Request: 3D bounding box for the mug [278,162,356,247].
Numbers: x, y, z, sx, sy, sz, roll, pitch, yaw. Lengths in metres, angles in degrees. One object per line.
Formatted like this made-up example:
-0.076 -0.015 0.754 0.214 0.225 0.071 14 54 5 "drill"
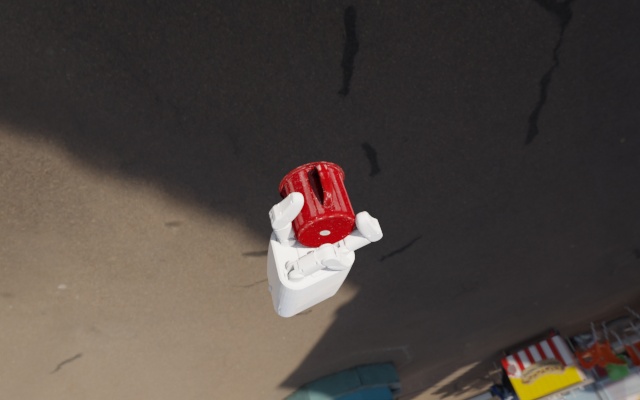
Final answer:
0.000 0.001 0.623 0.093 0.081 0.117 -7 -34 -16 "mug"
